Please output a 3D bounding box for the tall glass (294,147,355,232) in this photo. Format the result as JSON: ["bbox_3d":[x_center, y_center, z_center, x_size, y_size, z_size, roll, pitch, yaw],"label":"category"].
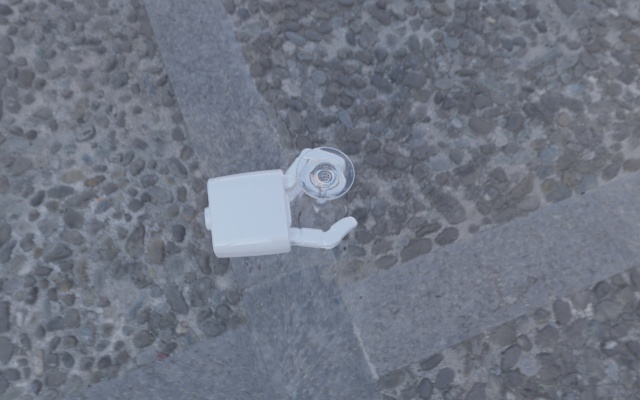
[{"bbox_3d":[0.000,0.002,0.692,0.079,0.079,0.201,0,-22,-3],"label":"tall glass"}]
